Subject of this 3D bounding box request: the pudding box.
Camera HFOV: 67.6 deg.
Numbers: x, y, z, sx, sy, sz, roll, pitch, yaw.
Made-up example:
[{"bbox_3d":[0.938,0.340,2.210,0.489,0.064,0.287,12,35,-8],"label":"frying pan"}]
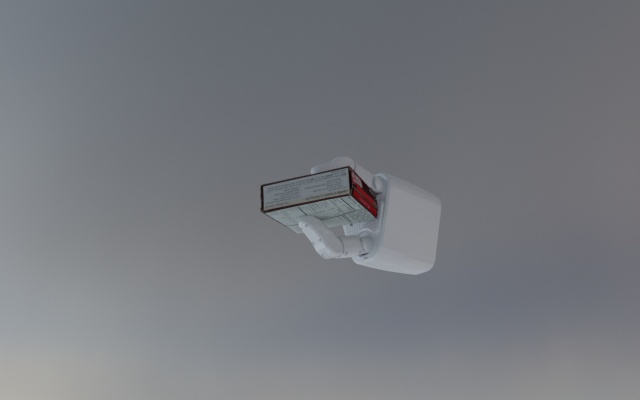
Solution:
[{"bbox_3d":[0.000,0.002,0.555,0.113,0.039,0.090,-13,-25,21],"label":"pudding box"}]
